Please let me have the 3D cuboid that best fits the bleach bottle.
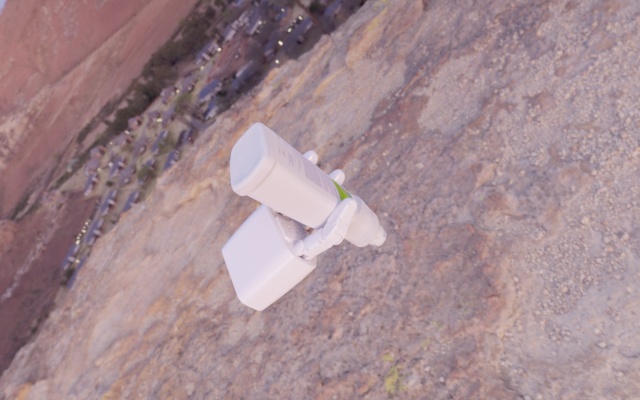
[{"bbox_3d":[0.000,0.002,0.629,0.251,0.068,0.102,33,25,-33],"label":"bleach bottle"}]
